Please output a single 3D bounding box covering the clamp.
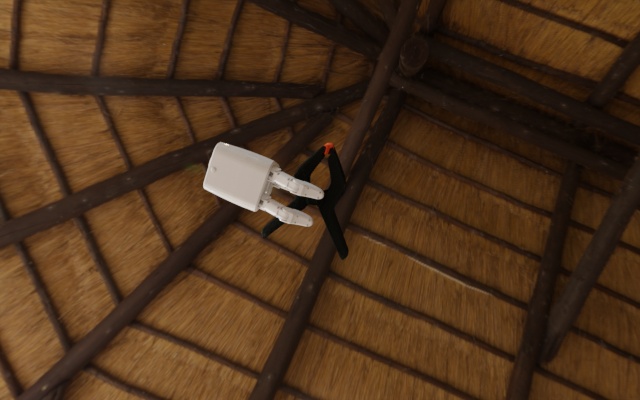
[{"bbox_3d":[0.000,0.002,0.861,0.164,0.210,0.036,21,16,0],"label":"clamp"}]
